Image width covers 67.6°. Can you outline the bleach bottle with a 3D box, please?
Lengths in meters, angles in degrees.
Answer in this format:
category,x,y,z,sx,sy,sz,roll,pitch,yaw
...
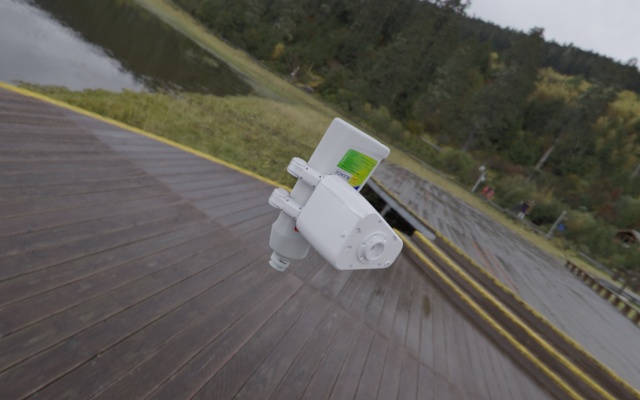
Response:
category,x,y,z,sx,sy,sz,roll,pitch,yaw
bleach bottle,0.000,0.002,0.746,0.102,0.251,0.068,22,14,-40
